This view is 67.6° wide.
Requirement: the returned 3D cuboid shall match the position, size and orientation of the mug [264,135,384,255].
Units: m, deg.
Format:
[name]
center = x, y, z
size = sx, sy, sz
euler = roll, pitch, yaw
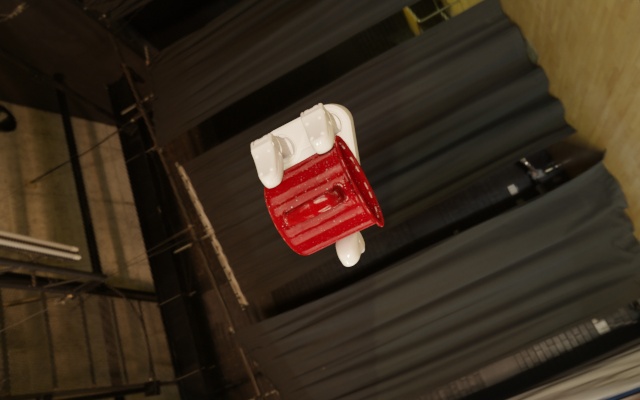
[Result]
[mug]
center = 0.000, 0.002, 0.431
size = 0.081, 0.093, 0.117
euler = -27, 5, 13
